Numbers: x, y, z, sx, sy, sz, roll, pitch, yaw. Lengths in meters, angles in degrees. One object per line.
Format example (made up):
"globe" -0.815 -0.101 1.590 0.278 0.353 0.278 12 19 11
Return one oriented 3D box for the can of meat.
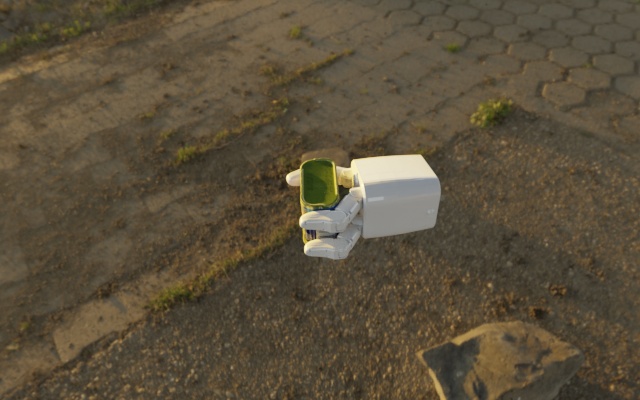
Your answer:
"can of meat" 0.000 0.002 0.678 0.057 0.102 0.084 -4 -44 0
